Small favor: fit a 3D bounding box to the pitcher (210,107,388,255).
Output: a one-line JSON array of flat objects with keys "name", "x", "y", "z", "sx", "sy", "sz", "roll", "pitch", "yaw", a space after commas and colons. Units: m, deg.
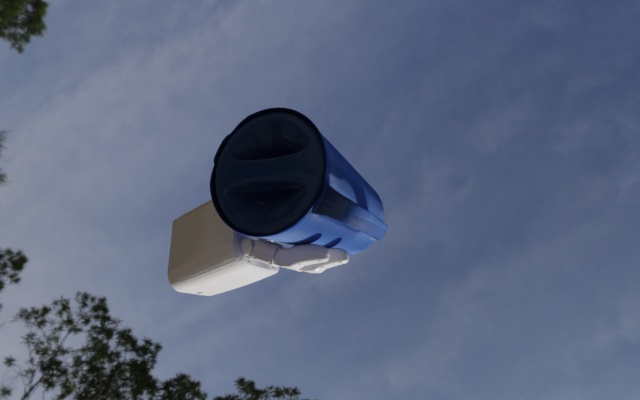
[{"name": "pitcher", "x": 0.000, "y": 0.002, "z": 0.565, "sx": 0.145, "sy": 0.149, "sz": 0.243, "roll": -23, "pitch": -22, "yaw": 18}]
